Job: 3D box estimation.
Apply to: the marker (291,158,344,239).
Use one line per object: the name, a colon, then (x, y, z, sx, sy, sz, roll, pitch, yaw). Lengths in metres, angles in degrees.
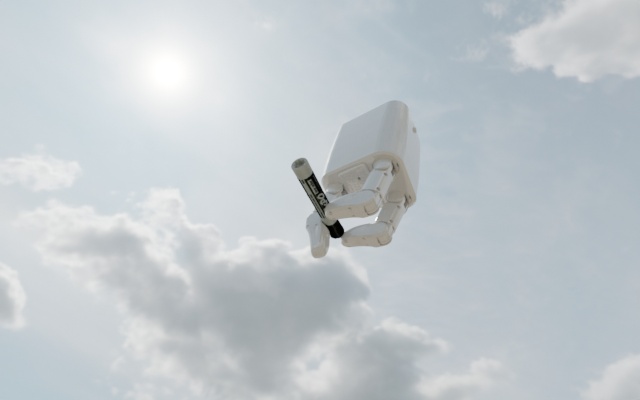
marker: (0.000, 0.002, 0.536, 0.020, 0.020, 0.121, 0, -42, 30)
